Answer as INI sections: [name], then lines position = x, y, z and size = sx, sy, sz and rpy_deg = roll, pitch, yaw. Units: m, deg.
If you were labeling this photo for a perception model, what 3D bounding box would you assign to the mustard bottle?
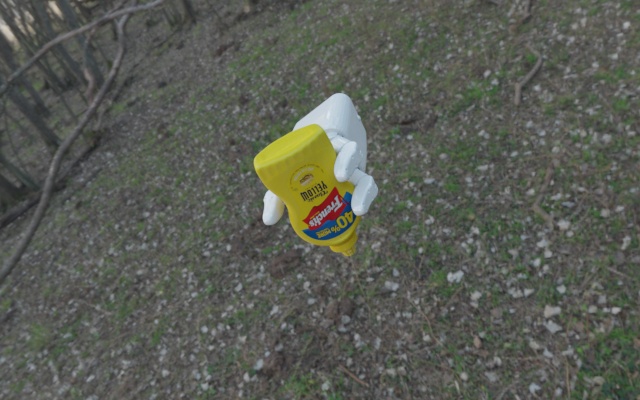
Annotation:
[mustard bottle]
position = 0.000, 0.002, 0.619
size = 0.096, 0.192, 0.058
rpy_deg = -30, 32, 0
